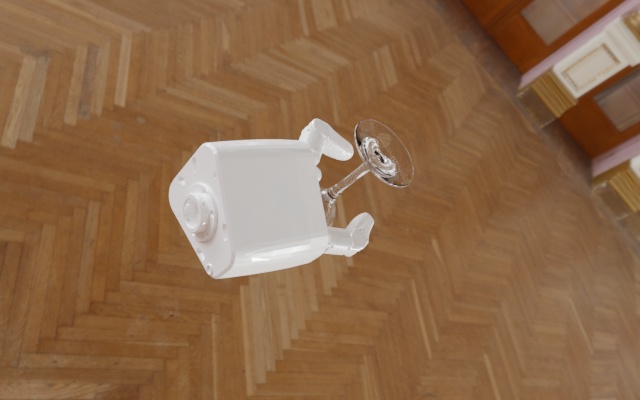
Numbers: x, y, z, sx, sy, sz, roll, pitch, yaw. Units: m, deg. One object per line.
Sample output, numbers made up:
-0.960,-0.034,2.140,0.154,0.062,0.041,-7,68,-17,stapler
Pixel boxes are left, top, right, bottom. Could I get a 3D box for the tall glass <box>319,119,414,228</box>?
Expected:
0.001,0.001,0.508,0.079,0.079,0.201,0,-28,-43,tall glass
